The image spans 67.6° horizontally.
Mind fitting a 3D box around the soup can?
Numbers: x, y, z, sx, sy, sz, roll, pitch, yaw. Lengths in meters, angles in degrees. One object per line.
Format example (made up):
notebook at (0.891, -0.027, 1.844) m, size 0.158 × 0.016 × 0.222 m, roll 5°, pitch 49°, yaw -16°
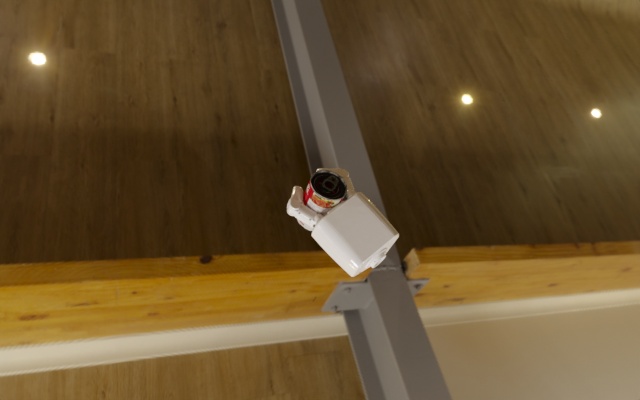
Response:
soup can at (0.000, 0.003, 0.868) m, size 0.068 × 0.068 × 0.102 m, roll 0°, pitch -38°, yaw -22°
